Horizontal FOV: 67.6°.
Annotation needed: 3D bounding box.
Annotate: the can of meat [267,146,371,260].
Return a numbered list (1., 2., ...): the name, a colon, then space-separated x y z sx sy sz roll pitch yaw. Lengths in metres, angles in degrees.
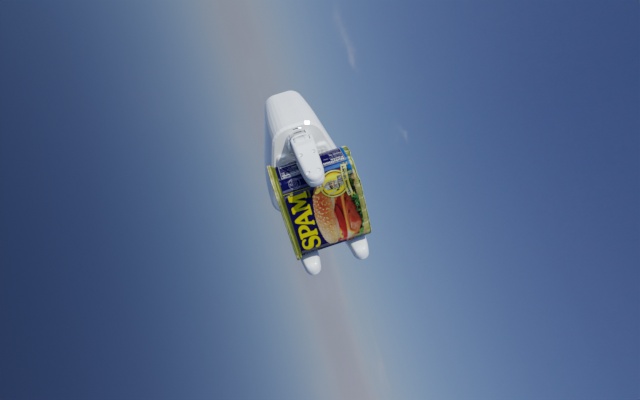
1. can of meat: 0.000 0.001 0.494 0.084 0.102 0.057 -18 32 -4
